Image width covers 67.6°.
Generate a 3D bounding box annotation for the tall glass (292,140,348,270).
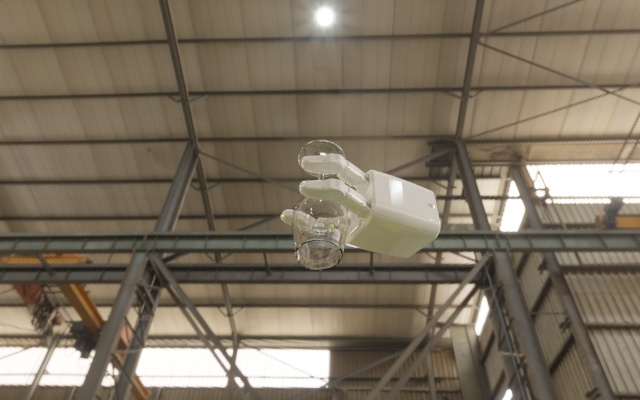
[{"bbox_3d":[0.000,0.002,0.688,0.079,0.079,0.200,0,44,2],"label":"tall glass"}]
